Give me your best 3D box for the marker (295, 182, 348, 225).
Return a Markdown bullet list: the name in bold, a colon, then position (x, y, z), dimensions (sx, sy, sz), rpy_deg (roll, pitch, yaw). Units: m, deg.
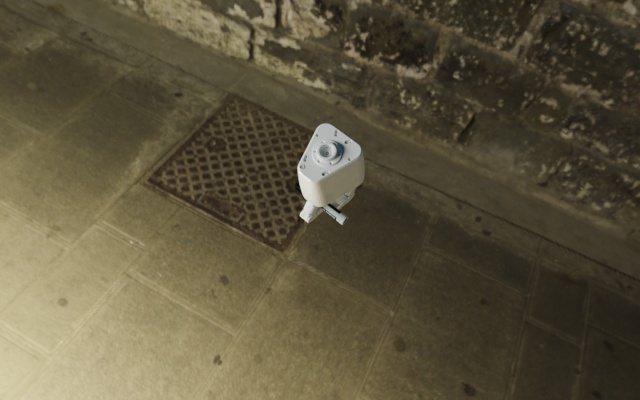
- **marker**: position (0.000, 0.003, 0.899), dimensions (0.121, 0.020, 0.020), rpy_deg (37, 12, 17)
